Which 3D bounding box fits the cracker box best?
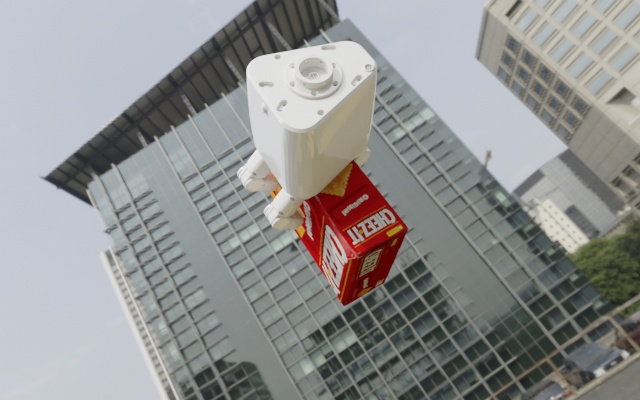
[{"bbox_3d":[0.000,0.002,0.569,0.072,0.213,0.164,-28,-24,-16],"label":"cracker box"}]
